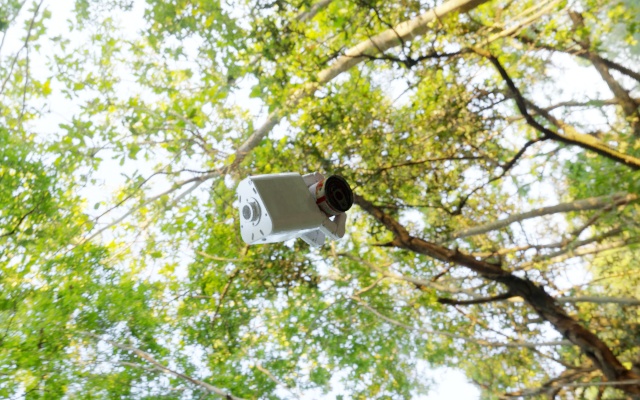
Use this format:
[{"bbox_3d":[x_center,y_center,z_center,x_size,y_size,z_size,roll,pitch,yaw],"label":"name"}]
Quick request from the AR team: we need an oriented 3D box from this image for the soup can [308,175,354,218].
[{"bbox_3d":[0.000,0.003,0.857,0.068,0.068,0.102,0,-18,-43],"label":"soup can"}]
